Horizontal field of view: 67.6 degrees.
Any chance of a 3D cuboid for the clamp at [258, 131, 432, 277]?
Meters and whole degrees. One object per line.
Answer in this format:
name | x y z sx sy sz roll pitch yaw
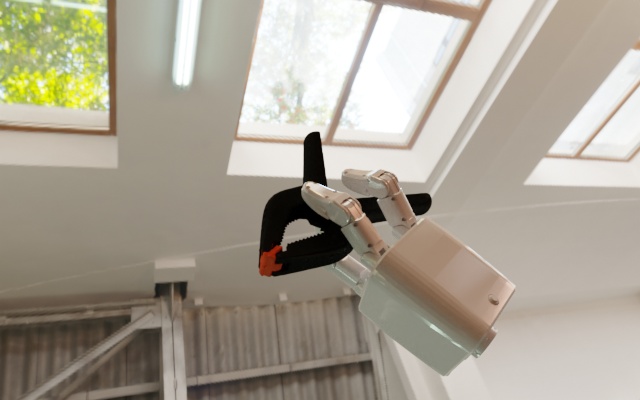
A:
clamp | 0.000 0.003 0.486 0.164 0.036 0.210 36 44 21
